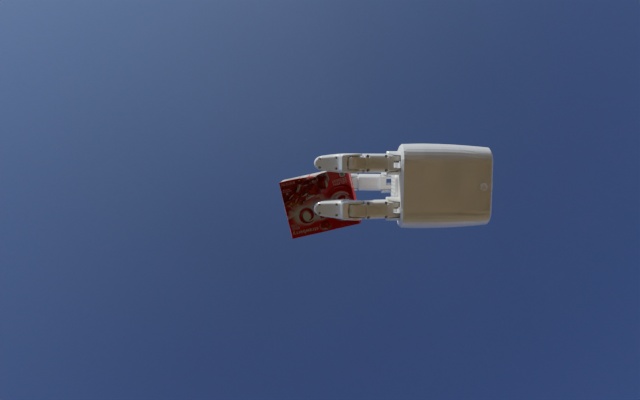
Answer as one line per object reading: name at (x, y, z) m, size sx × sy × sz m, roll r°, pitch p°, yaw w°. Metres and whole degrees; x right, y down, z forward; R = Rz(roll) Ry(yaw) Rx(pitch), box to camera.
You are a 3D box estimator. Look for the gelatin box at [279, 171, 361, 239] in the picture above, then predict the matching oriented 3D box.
gelatin box at (0.000, 0.002, 0.596) m, size 0.089 × 0.073 × 0.030 m, roll -12°, pitch 6°, yaw 8°
